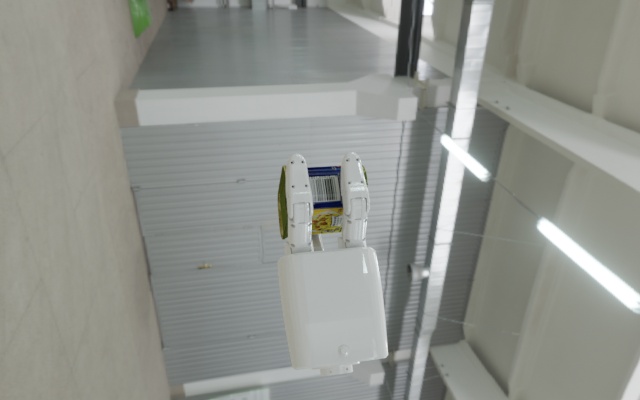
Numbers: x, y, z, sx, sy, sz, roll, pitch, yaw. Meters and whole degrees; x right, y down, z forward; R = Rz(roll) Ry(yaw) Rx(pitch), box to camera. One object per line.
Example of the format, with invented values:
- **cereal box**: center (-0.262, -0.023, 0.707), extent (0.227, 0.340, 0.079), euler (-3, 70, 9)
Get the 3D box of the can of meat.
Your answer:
- **can of meat**: center (0.000, 0.002, 0.514), extent (0.084, 0.057, 0.102), euler (-4, -21, -10)
